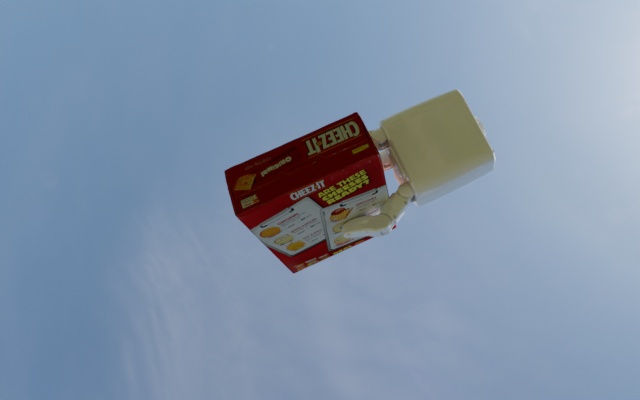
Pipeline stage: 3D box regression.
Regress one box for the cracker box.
[{"bbox_3d":[0.000,0.002,0.596,0.164,0.072,0.214,-24,-28,3],"label":"cracker box"}]
